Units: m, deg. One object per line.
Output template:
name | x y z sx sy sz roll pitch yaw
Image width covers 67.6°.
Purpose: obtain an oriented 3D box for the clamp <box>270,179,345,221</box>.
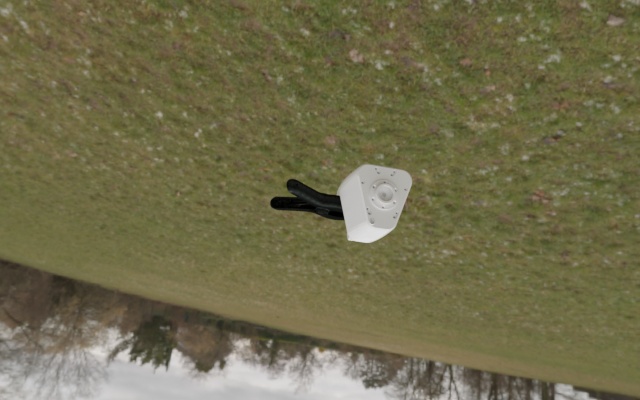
clamp | 0.000 0.003 0.853 0.171 0.039 0.120 9 -15 -9
